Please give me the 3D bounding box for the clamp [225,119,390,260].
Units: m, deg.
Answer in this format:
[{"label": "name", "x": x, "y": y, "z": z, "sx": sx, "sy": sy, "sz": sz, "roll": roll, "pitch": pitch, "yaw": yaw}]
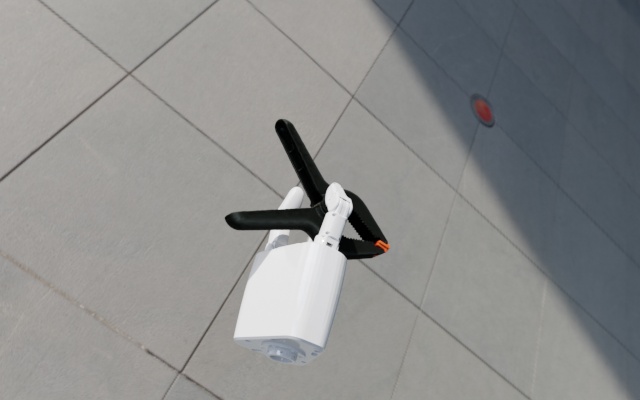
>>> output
[{"label": "clamp", "x": 0.001, "y": 0.002, "z": 0.591, "sx": 0.210, "sy": 0.164, "sz": 0.036, "roll": 28, "pitch": -32, "yaw": -21}]
